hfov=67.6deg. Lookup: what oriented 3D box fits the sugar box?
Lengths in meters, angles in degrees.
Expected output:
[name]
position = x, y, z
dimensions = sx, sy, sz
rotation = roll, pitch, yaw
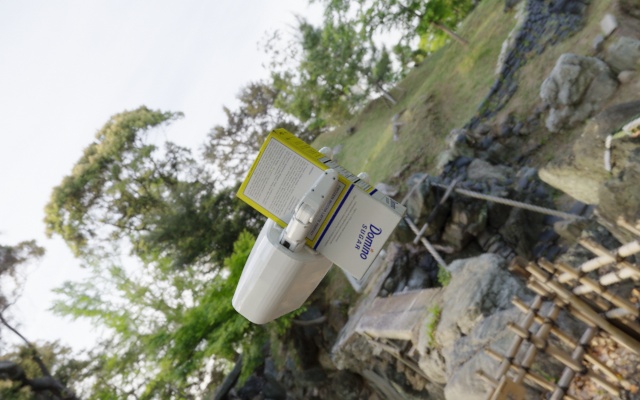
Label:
[sugar box]
position = 0.000, 0.002, 0.548
dimensions = 0.176, 0.093, 0.048
rotation = 34, 21, 7
